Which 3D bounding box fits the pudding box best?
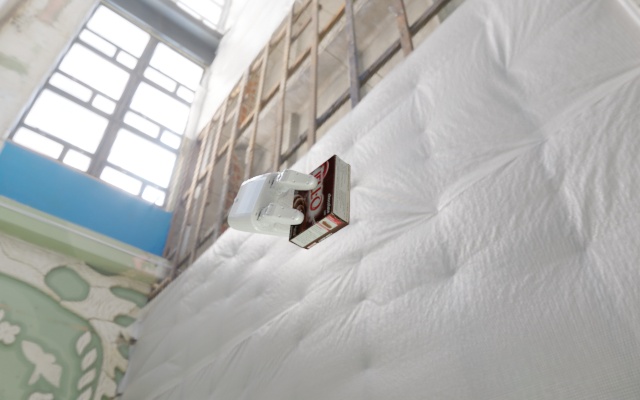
[{"bbox_3d":[0.000,0.002,0.675,0.039,0.113,0.090,29,-47,-29],"label":"pudding box"}]
